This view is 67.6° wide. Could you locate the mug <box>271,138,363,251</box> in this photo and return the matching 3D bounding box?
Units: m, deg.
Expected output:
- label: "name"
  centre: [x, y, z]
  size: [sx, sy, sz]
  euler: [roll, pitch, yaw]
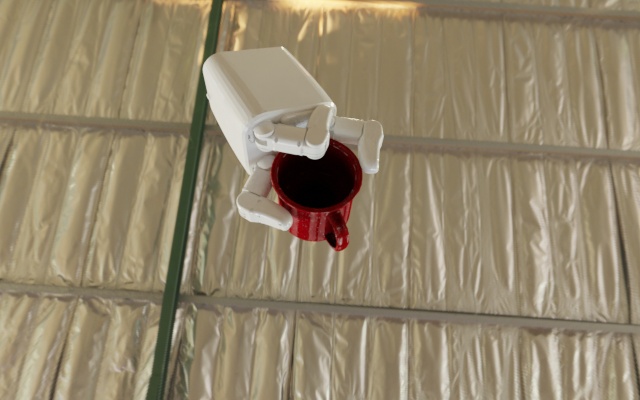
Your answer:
- label: "mug"
  centre: [0.001, 0.003, 0.509]
  size: [0.093, 0.117, 0.081]
  euler: [-23, -27, -15]
